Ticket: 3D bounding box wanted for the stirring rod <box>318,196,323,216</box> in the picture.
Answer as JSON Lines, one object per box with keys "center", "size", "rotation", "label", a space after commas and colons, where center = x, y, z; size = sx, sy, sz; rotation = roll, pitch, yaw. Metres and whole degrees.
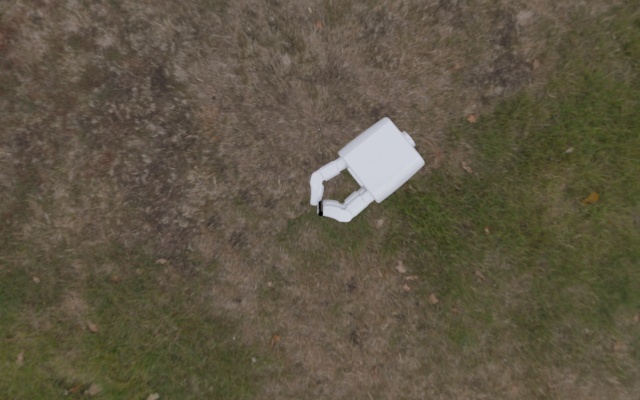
{"center": [0.000, 0.003, 0.851], "size": [0.011, 0.011, 0.239], "rotation": [0, 8, 0], "label": "stirring rod"}
